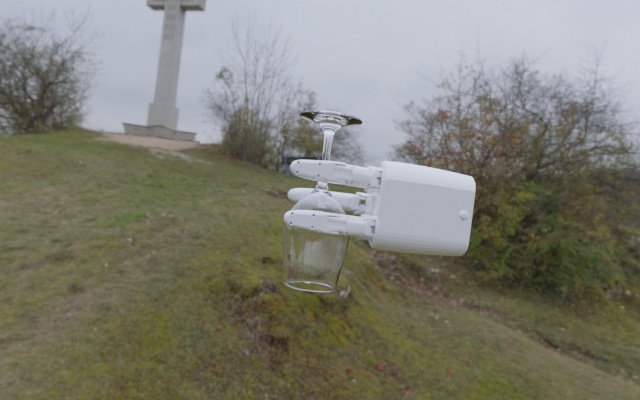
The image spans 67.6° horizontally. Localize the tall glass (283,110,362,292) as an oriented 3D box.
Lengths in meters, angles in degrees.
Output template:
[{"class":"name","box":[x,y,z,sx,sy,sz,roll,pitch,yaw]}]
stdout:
[{"class":"tall glass","box":[0.000,0.001,0.558,0.079,0.201,0.079,8,-1,0]}]
